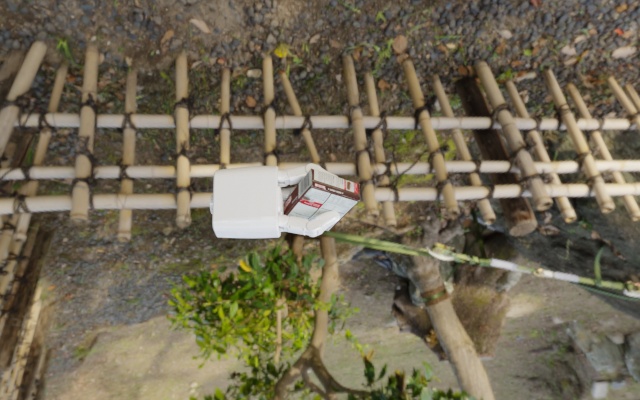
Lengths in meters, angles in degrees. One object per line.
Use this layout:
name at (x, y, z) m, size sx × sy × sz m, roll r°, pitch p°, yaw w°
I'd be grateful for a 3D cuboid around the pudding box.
pudding box at (0.000, 0.003, 0.792) m, size 0.090 × 0.039 × 0.113 m, roll 16°, pitch -36°, yaw -22°
